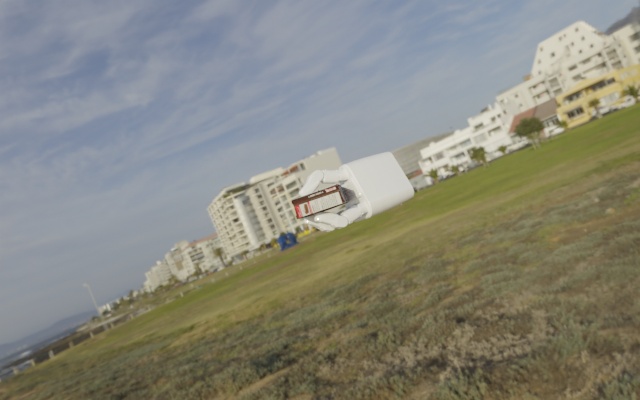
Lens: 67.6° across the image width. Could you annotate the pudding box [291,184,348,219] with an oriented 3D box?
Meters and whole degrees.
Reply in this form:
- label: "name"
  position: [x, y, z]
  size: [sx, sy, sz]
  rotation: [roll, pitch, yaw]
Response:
- label: "pudding box"
  position: [0.000, 0.003, 0.866]
  size: [0.090, 0.039, 0.113]
  rotation: [-20, -4, 5]
